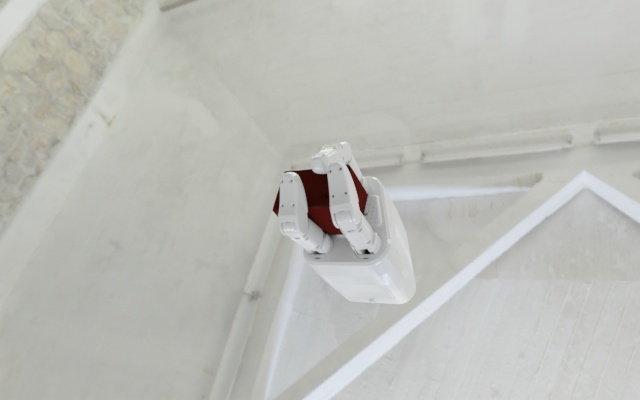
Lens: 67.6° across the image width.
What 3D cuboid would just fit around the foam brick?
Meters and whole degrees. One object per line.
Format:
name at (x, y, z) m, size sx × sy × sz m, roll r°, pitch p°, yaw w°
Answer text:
foam brick at (0.000, 0.001, 0.492) m, size 0.078 × 0.053 × 0.051 m, roll -3°, pitch -37°, yaw 29°
